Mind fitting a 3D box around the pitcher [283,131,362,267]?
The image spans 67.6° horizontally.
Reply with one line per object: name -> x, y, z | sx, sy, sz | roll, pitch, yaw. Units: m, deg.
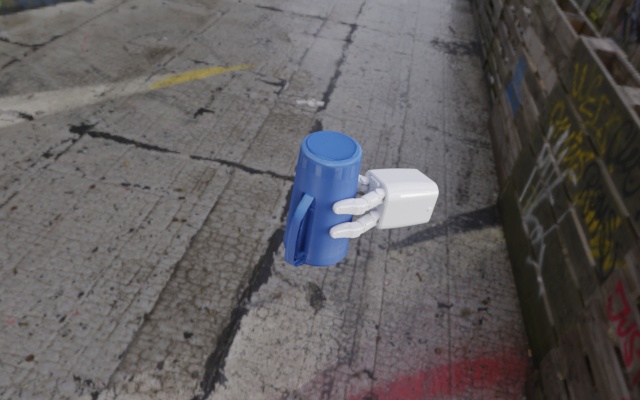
pitcher -> 0.000, 0.003, 0.885 | 0.145, 0.243, 0.149 | -3, 41, -14
